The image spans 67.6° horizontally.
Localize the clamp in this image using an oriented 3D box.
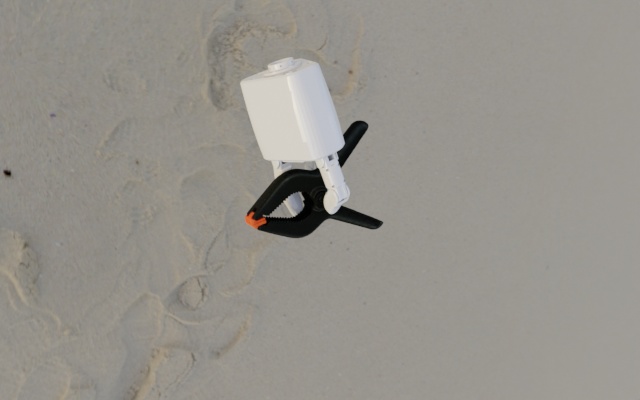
[{"bbox_3d":[0.000,0.002,0.656,0.210,0.165,0.036,-29,24,-23],"label":"clamp"}]
